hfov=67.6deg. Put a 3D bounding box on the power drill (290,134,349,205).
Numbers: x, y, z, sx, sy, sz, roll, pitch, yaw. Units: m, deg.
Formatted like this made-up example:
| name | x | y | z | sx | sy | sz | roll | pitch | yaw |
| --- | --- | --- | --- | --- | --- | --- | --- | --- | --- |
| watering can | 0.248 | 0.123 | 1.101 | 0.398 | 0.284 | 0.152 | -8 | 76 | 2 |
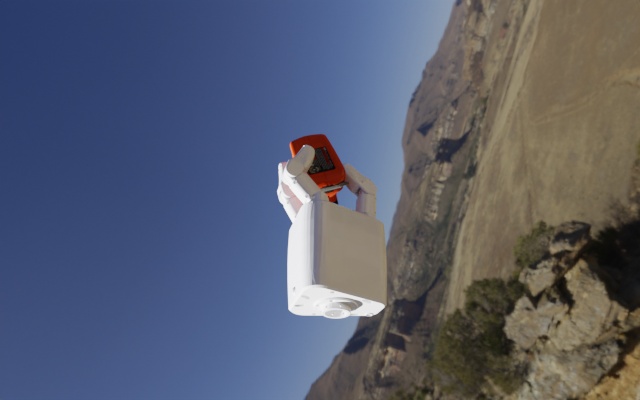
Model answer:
| name | x | y | z | sx | sy | sz | roll | pitch | yaw |
| --- | --- | --- | --- | --- | --- | --- | --- | --- | --- |
| power drill | 0.000 | 0.002 | 0.684 | 0.057 | 0.188 | 0.184 | -17 | 42 | -8 |
